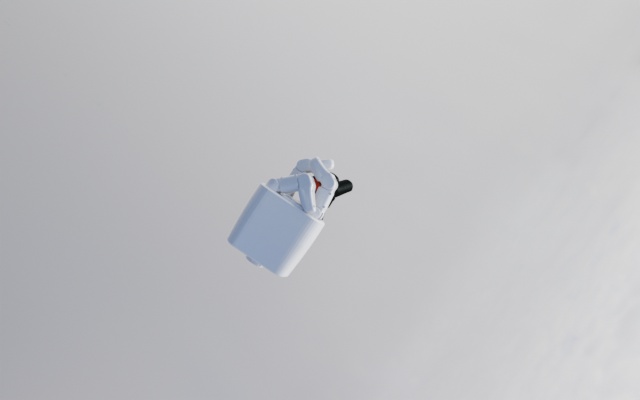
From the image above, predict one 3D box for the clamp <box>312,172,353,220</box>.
[{"bbox_3d":[0.001,0.003,0.826,0.039,0.120,0.171,32,2,20],"label":"clamp"}]
